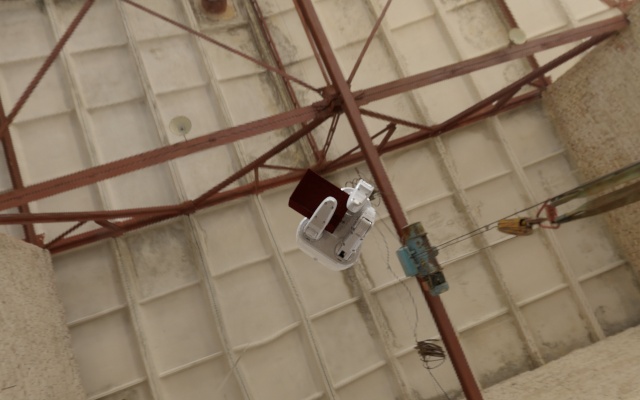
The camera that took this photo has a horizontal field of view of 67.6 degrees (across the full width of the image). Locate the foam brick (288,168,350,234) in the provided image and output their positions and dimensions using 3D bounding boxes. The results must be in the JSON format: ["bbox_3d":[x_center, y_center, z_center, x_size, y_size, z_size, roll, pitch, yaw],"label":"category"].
[{"bbox_3d":[0.000,0.002,0.669,0.078,0.053,0.051,33,-14,2],"label":"foam brick"}]
